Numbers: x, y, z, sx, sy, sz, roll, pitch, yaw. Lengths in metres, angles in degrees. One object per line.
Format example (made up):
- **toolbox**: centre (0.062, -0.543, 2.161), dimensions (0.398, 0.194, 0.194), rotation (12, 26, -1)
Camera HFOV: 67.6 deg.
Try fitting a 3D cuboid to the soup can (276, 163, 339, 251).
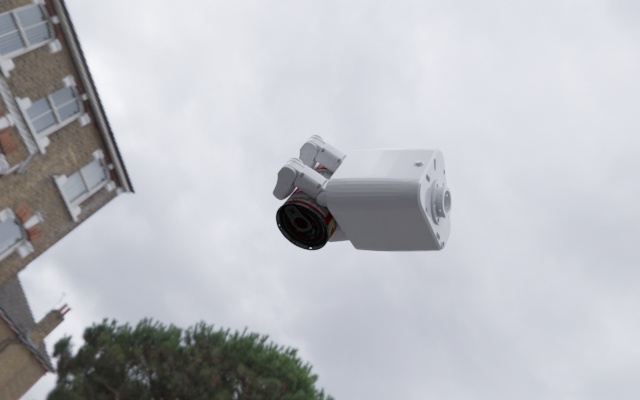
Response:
- **soup can**: centre (0.000, 0.002, 0.576), dimensions (0.068, 0.068, 0.102), rotation (0, 35, 32)
